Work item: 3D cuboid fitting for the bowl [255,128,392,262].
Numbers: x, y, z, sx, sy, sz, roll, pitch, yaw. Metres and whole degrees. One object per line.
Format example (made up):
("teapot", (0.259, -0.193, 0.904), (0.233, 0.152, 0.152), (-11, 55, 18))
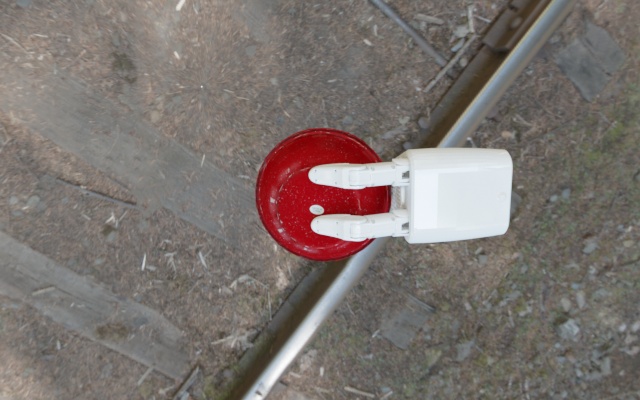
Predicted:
("bowl", (-0.001, 0.002, 0.537), (0.162, 0.162, 0.055), (0, 14, 6))
